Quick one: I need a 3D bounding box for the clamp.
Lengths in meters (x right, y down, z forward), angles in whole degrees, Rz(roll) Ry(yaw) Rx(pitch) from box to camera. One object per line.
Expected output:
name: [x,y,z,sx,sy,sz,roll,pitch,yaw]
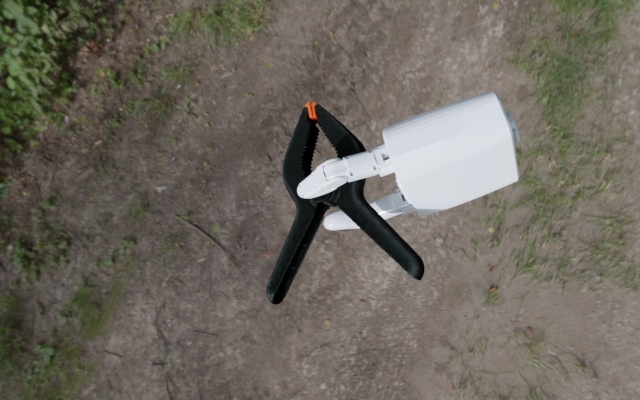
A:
clamp: [0.000,0.001,0.494,0.164,0.210,0.036,-21,-18,18]
